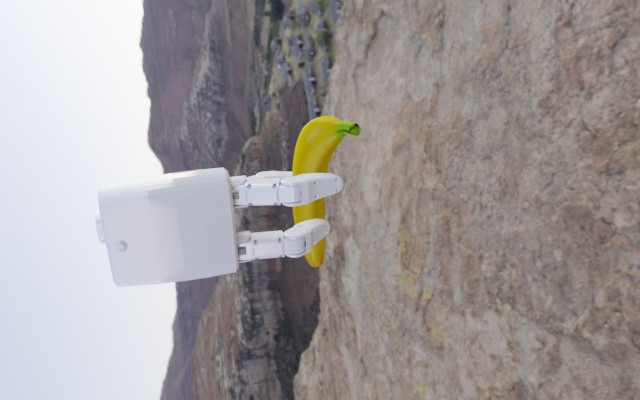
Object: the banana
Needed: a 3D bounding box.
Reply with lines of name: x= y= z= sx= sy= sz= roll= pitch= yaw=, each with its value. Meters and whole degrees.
banana: x=-0.006 y=-0.014 z=0.491 sx=0.037 sy=0.198 sz=0.069 roll=-10 pitch=48 yaw=-20
